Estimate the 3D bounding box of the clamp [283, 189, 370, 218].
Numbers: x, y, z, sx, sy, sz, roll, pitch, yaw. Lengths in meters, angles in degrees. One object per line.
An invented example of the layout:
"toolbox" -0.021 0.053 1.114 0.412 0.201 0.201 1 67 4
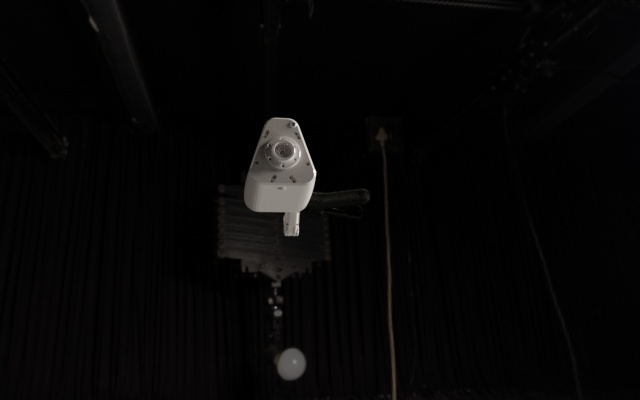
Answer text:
"clamp" 0.000 0.002 0.793 0.171 0.039 0.120 2 -21 -10
